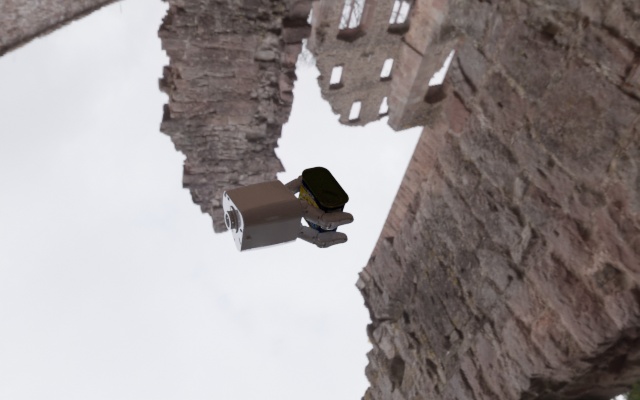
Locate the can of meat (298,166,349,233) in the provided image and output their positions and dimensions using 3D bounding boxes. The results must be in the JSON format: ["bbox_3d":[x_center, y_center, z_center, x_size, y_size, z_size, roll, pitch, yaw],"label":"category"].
[{"bbox_3d":[0.000,0.003,0.868,0.057,0.084,0.102,-14,50,-29],"label":"can of meat"}]
